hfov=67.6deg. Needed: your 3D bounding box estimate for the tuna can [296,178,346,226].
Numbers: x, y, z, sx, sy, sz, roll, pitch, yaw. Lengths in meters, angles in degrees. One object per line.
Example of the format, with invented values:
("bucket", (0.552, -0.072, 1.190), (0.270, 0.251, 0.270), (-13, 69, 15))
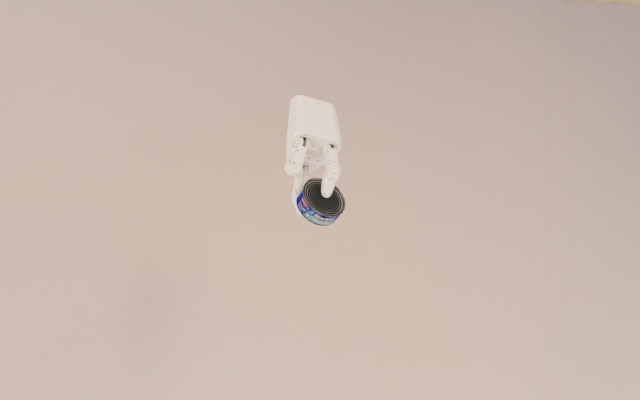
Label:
("tuna can", (0.000, 0.003, 0.861), (0.086, 0.086, 0.034), (0, -36, -34))
